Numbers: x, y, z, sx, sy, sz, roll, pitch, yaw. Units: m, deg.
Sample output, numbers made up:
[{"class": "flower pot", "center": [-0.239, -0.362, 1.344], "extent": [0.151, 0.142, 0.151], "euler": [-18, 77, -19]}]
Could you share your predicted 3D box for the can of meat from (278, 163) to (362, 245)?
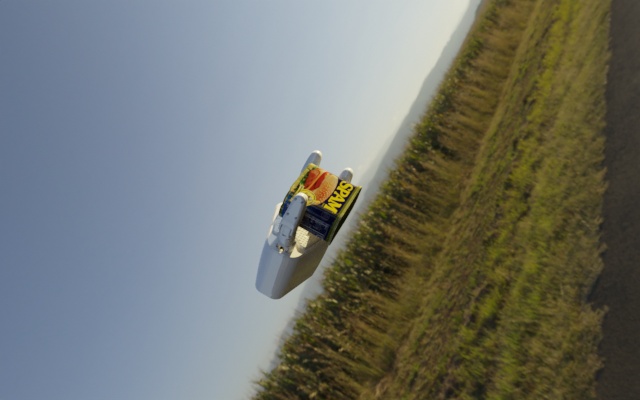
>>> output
[{"class": "can of meat", "center": [0.000, 0.002, 0.680], "extent": [0.084, 0.057, 0.102], "euler": [28, 44, 8]}]
